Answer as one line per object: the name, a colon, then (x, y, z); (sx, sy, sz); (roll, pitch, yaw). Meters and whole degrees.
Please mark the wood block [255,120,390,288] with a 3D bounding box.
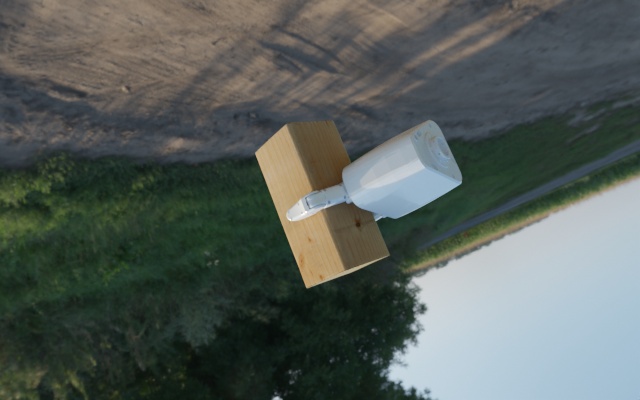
wood block: (0.000, 0.002, 0.662); (0.091, 0.206, 0.090); (-11, -15, -43)
